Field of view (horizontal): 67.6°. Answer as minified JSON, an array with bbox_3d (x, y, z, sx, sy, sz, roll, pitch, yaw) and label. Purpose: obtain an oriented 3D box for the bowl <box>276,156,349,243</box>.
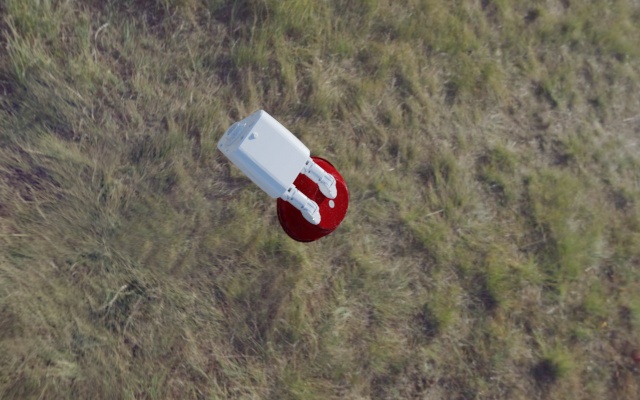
[{"bbox_3d":[0.001,0.003,0.863,0.162,0.162,0.055,0,9,-43],"label":"bowl"}]
